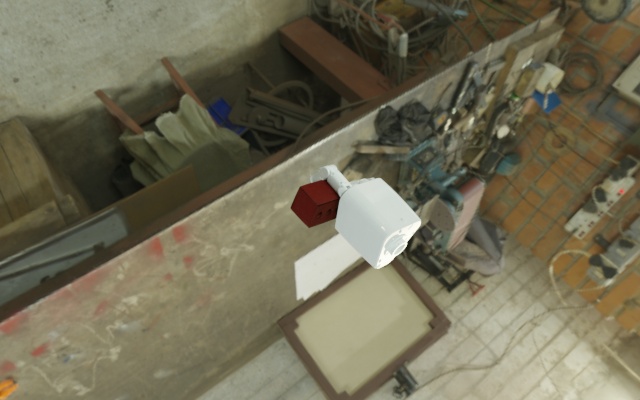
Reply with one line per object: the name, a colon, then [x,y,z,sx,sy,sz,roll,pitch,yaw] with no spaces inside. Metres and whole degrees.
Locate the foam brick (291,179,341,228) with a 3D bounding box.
foam brick: [0.000,0.003,0.801,0.078,0.053,0.051,-18,55,-39]
